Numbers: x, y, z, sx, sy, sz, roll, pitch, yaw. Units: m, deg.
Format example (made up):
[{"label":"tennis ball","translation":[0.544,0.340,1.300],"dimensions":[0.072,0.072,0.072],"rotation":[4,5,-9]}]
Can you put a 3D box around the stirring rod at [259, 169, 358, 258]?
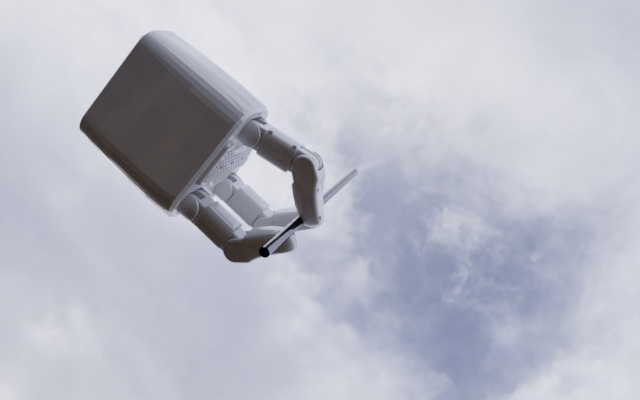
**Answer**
[{"label":"stirring rod","translation":[0.000,0.001,0.431],"dimensions":[0.011,0.011,0.239],"rotation":[0,16,19]}]
